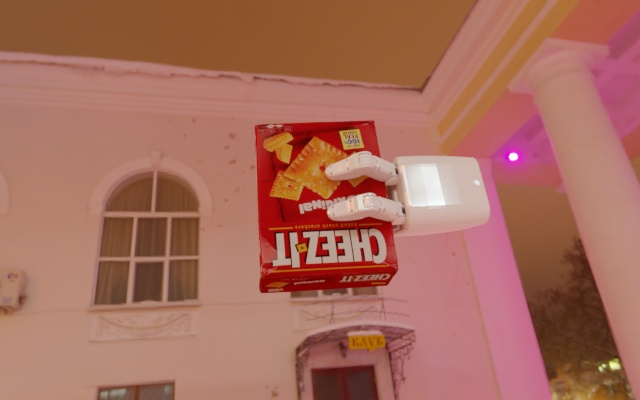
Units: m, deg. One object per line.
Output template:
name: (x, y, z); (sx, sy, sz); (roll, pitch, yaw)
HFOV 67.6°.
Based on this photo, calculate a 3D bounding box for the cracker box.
cracker box: (0.000, 0.002, 0.613); (0.164, 0.213, 0.072); (-2, -26, -7)
